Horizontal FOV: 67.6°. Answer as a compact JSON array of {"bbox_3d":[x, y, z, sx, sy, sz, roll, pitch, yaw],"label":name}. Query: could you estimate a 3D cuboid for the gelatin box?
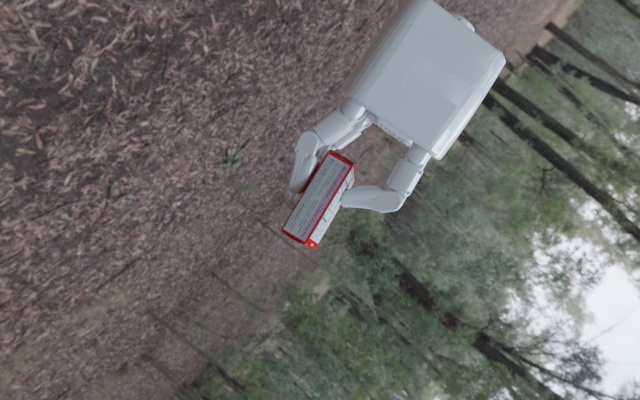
[{"bbox_3d":[0.000,0.002,0.463,0.030,0.089,0.073,30,-5,9],"label":"gelatin box"}]
